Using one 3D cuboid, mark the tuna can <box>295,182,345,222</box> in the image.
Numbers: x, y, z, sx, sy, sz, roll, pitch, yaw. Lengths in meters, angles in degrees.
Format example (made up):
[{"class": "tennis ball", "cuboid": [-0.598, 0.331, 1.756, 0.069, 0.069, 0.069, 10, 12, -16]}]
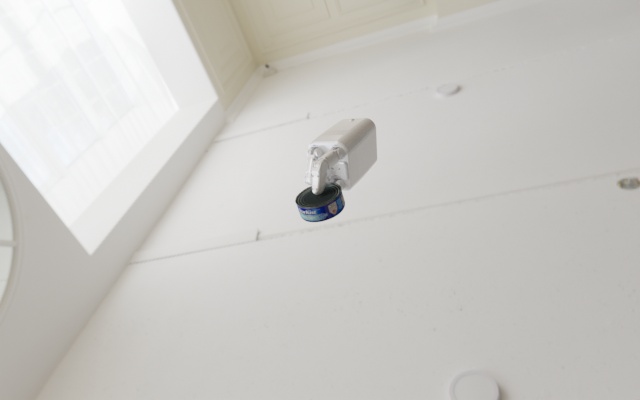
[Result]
[{"class": "tuna can", "cuboid": [0.000, 0.003, 0.854, 0.086, 0.034, 0.086, -14, 28, 7]}]
